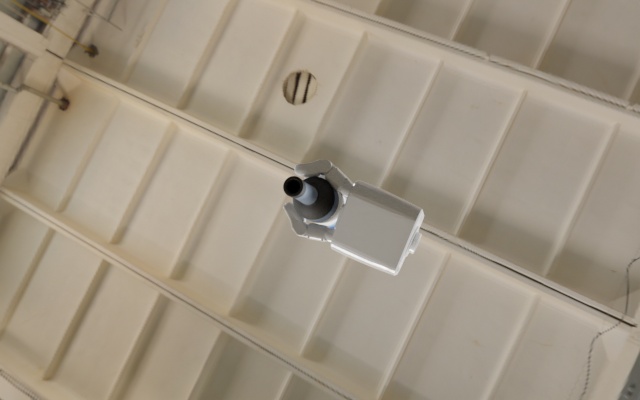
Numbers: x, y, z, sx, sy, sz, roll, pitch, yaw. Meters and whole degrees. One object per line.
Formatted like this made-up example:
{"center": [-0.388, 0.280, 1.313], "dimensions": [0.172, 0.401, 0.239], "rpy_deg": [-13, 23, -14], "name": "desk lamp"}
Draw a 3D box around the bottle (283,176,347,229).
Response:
{"center": [0.000, 0.002, 0.749], "dimensions": [0.069, 0.069, 0.296], "rpy_deg": [0, -8, 14], "name": "bottle"}
